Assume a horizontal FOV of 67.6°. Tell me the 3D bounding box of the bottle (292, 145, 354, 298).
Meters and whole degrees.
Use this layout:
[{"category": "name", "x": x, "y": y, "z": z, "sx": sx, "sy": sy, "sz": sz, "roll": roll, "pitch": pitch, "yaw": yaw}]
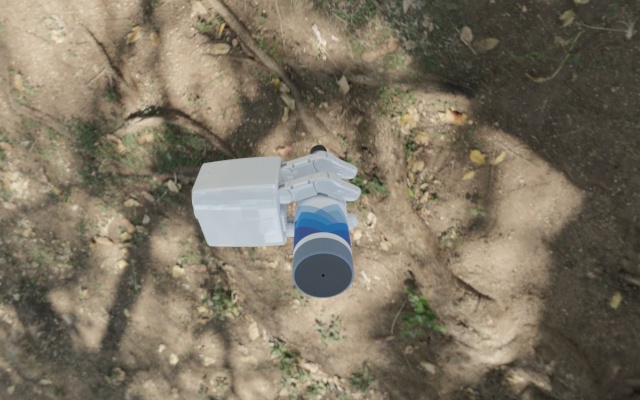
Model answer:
[{"category": "bottle", "x": 0.000, "y": 0.002, "z": 0.633, "sx": 0.069, "sy": 0.069, "sz": 0.295, "roll": 0, "pitch": 32, "yaw": -1}]
